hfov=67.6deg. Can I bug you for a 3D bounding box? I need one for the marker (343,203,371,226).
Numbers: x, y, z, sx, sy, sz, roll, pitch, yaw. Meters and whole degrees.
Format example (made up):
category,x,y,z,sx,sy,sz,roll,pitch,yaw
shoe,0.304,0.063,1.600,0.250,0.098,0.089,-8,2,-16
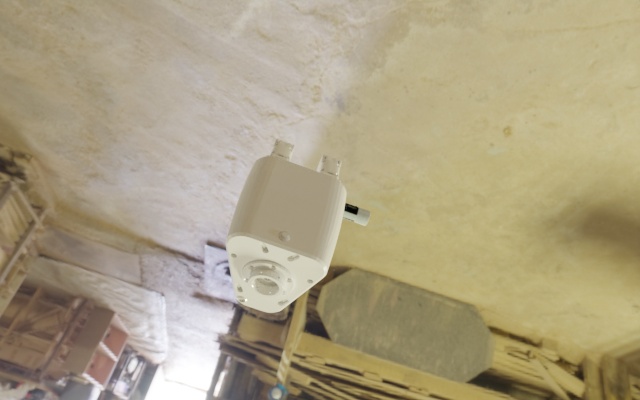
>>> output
category,x,y,z,sx,sy,sz,roll,pitch,yaw
marker,0.000,0.002,0.567,0.121,0.020,0.020,20,-2,-5
